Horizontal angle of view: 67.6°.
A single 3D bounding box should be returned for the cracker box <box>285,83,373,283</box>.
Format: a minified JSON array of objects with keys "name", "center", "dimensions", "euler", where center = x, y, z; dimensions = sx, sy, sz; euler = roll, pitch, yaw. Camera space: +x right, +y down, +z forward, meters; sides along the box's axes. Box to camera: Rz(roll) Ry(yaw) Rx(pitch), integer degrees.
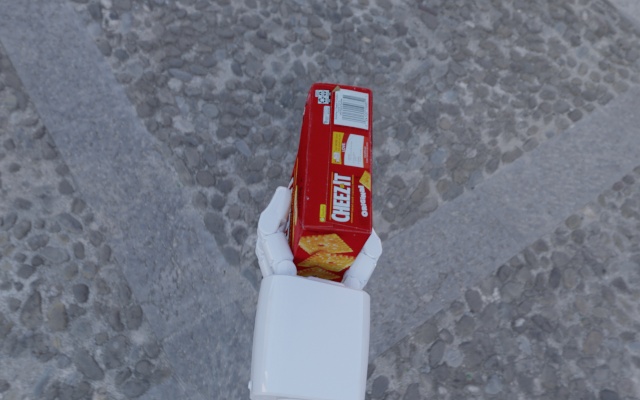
[{"name":"cracker box","center":[0.000,0.002,0.533],"dimensions":[0.072,0.164,0.214],"euler":[7,-28,-7]}]
